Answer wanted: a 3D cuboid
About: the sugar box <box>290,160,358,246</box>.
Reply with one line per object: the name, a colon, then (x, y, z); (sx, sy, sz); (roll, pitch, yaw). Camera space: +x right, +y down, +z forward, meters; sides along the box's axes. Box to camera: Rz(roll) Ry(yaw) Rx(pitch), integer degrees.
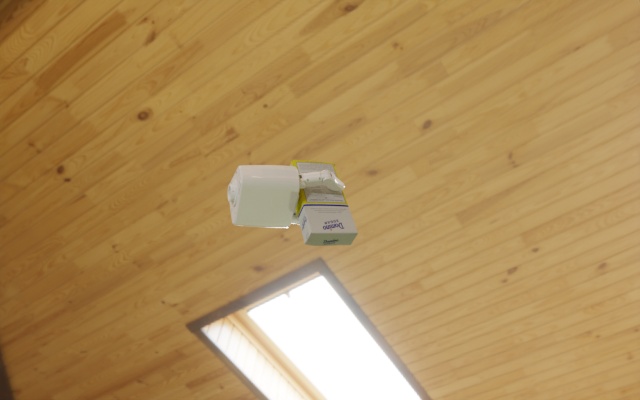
sugar box: (0.000, 0.003, 0.896); (0.093, 0.176, 0.048); (2, -38, -22)
